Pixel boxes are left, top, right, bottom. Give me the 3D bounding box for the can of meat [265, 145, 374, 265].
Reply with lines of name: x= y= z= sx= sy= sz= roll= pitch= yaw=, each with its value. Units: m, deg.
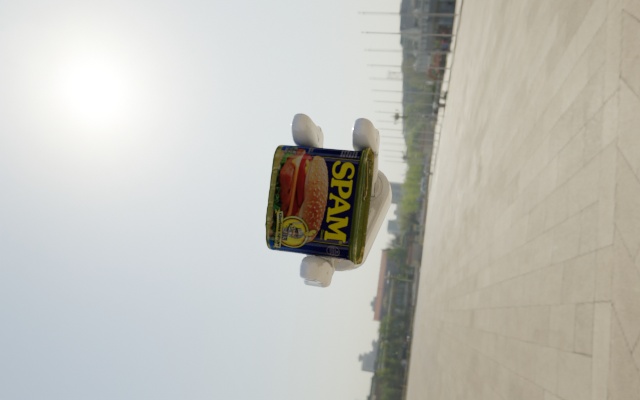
can of meat: x=0.000 y=0.001 z=0.431 sx=0.084 sy=0.102 sz=0.057 roll=6 pitch=-3 yaw=13
